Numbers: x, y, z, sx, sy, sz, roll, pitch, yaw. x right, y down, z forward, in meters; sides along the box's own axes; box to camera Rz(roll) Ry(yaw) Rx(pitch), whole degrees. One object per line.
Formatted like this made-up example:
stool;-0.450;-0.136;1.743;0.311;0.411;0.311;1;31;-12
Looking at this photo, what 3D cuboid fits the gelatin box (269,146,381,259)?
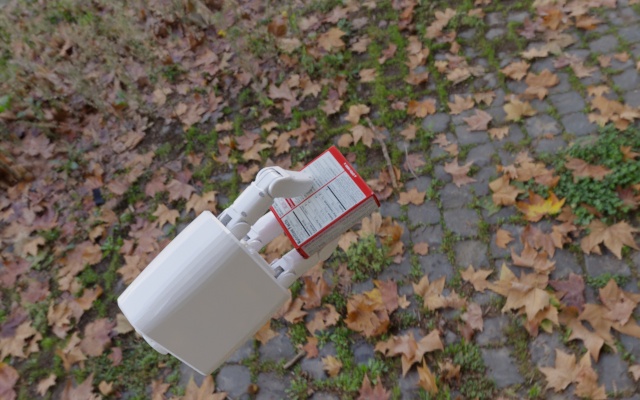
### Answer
gelatin box;0.000;0.001;0.457;0.089;0.073;0.030;-37;-35;0
